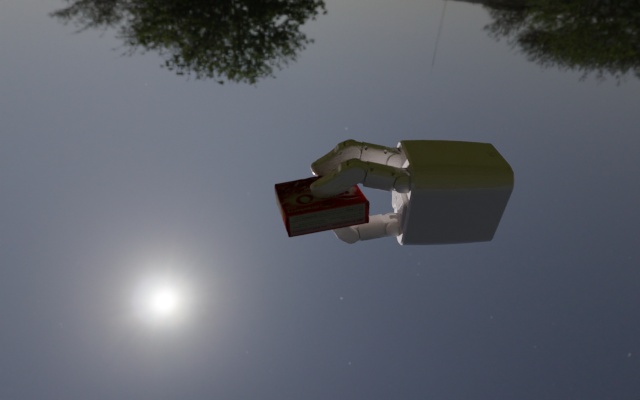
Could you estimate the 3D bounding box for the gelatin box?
[{"bbox_3d":[0.000,0.002,0.515,0.089,0.030,0.073,-10,31,-10],"label":"gelatin box"}]
